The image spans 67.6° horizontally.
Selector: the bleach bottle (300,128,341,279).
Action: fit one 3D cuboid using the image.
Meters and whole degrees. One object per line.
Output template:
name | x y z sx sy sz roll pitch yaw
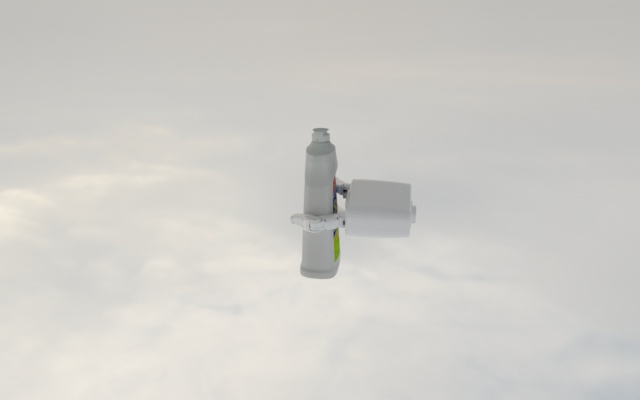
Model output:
bleach bottle | 0.000 0.003 0.827 0.068 0.251 0.102 3 20 10
